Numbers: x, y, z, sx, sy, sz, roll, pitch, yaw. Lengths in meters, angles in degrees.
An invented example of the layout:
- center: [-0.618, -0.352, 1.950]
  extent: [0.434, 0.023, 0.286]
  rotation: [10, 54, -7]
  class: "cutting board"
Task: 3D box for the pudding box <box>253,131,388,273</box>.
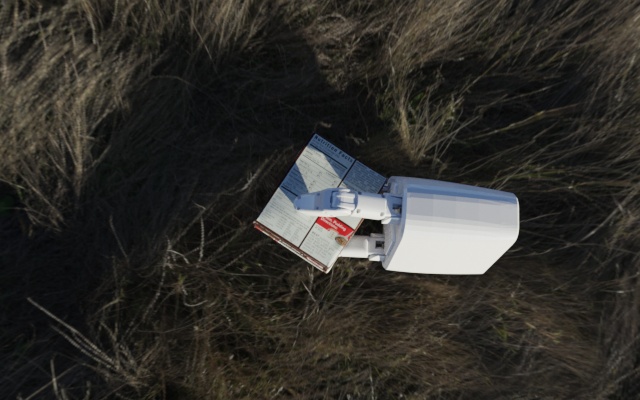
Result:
- center: [0.000, 0.002, 0.476]
  extent: [0.090, 0.113, 0.039]
  rotation: [33, -12, 2]
  class: "pudding box"
